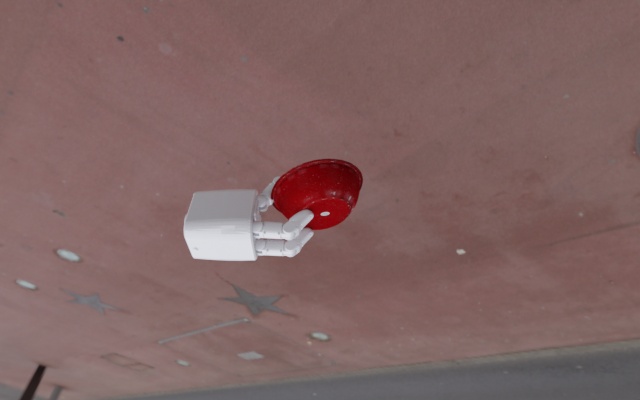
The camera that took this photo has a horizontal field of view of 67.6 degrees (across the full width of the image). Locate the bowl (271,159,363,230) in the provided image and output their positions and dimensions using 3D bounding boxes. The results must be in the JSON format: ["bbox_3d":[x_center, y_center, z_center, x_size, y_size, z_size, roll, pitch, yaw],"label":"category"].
[{"bbox_3d":[0.001,0.003,0.801,0.162,0.055,0.162,-11,-34,-7],"label":"bowl"}]
